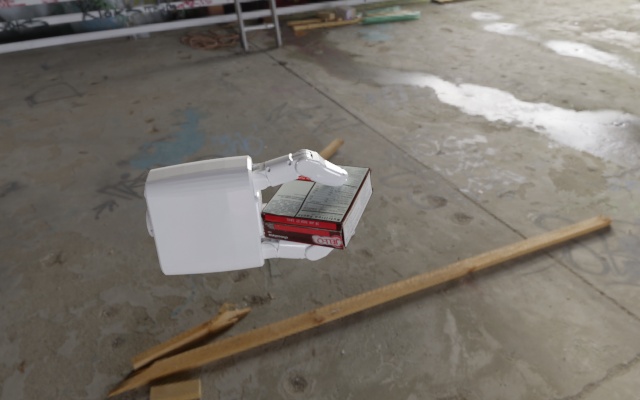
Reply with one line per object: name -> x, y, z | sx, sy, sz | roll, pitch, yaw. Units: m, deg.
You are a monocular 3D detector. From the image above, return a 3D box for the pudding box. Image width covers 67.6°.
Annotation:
pudding box -> 0.000, 0.002, 0.517 | 0.090, 0.039, 0.113 | 8, 38, 19
